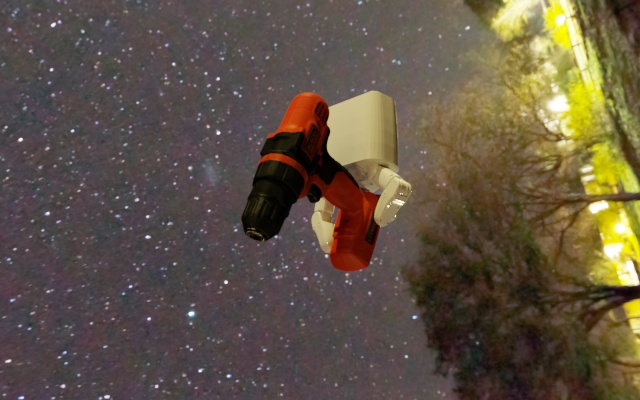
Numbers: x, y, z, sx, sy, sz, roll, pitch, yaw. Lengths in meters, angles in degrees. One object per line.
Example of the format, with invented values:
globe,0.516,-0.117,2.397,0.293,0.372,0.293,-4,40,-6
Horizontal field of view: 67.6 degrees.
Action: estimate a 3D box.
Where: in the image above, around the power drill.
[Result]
power drill,0.000,0.002,0.535,0.057,0.184,0.188,-3,-39,35
